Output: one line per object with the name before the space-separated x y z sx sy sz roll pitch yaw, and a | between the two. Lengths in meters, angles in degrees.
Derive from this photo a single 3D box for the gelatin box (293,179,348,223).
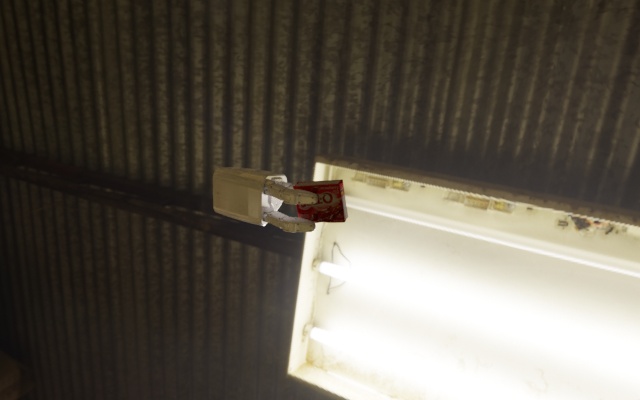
gelatin box | 0.001 0.003 0.852 0.089 0.073 0.030 -2 20 18
